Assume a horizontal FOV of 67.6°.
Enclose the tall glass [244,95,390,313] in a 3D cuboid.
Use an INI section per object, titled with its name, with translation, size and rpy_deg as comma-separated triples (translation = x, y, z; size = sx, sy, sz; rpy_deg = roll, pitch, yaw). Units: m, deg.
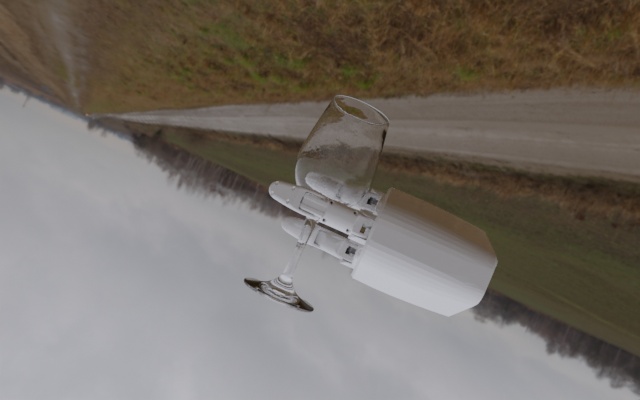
[tall glass]
translation = 0.000, 0.002, 0.467
size = 0.079, 0.201, 0.079
rpy_deg = 24, -2, 1
